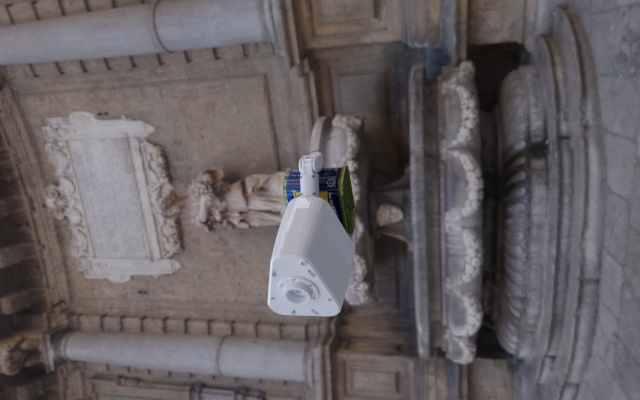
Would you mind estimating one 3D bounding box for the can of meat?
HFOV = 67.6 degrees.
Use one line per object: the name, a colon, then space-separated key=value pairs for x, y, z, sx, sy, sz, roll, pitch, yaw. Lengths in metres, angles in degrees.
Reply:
can of meat: x=0.000 y=0.002 z=0.667 sx=0.084 sy=0.102 sz=0.057 roll=-1 pitch=39 yaw=14
